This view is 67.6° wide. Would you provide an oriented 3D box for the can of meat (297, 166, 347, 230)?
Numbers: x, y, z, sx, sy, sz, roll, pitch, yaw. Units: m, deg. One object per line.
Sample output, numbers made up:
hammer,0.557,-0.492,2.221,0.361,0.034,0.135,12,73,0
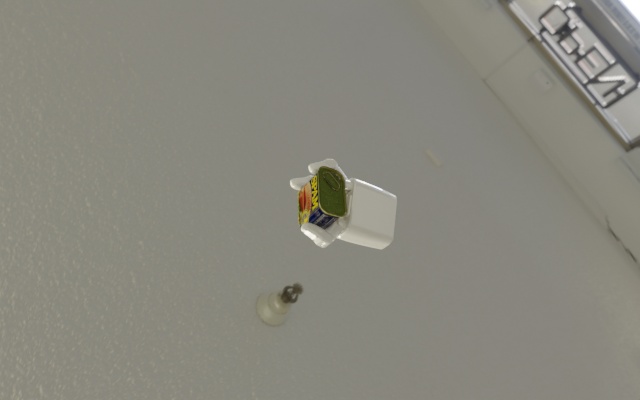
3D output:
can of meat,0.000,0.003,0.872,0.057,0.102,0.084,16,-38,-27
